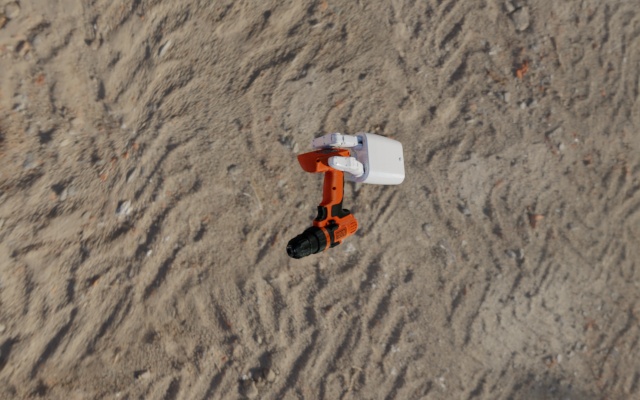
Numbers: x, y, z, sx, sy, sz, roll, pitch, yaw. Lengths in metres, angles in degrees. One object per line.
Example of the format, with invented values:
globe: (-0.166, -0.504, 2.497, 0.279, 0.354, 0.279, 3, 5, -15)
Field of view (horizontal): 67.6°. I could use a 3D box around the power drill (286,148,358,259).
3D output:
power drill: (0.000, 0.002, 0.889, 0.057, 0.188, 0.184, 12, 22, 37)
